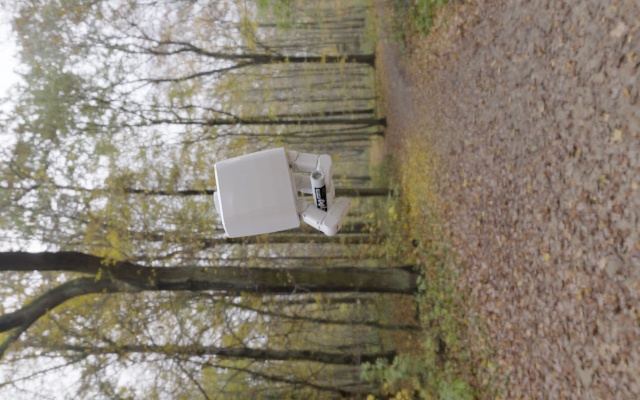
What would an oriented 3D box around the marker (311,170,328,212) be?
[{"bbox_3d":[0.000,0.002,0.673,0.020,0.020,0.121,0,-35,4],"label":"marker"}]
